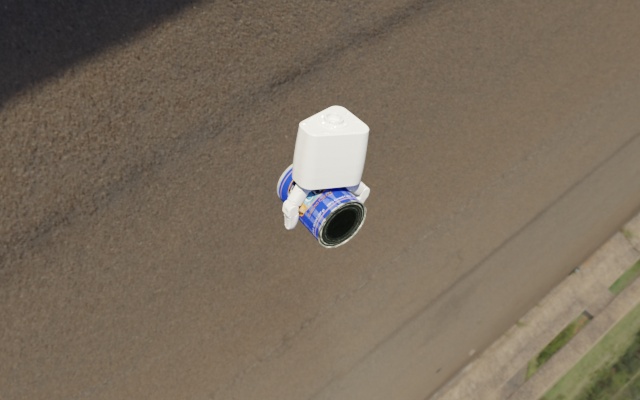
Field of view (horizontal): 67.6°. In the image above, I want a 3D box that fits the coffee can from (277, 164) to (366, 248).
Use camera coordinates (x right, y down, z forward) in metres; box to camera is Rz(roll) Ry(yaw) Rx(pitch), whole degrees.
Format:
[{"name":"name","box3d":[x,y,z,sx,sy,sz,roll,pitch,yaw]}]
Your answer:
[{"name":"coffee can","box3d":[0.000,0.003,0.863,0.103,0.103,0.140,0,35,-43]}]
